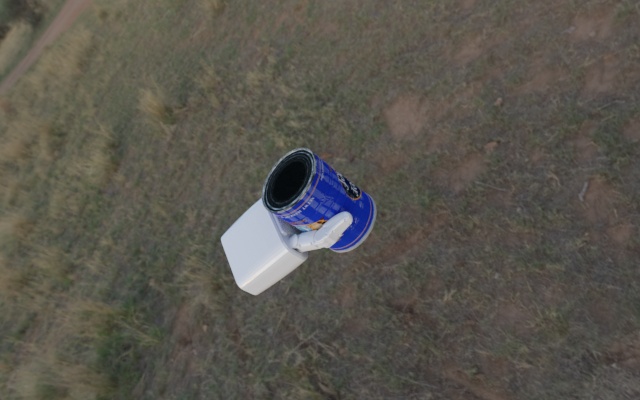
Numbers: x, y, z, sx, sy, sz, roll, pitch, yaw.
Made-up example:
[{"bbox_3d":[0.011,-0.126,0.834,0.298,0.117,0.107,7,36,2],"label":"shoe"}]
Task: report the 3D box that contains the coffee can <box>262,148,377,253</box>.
[{"bbox_3d":[0.000,0.002,0.698,0.103,0.102,0.140,0,-27,47],"label":"coffee can"}]
